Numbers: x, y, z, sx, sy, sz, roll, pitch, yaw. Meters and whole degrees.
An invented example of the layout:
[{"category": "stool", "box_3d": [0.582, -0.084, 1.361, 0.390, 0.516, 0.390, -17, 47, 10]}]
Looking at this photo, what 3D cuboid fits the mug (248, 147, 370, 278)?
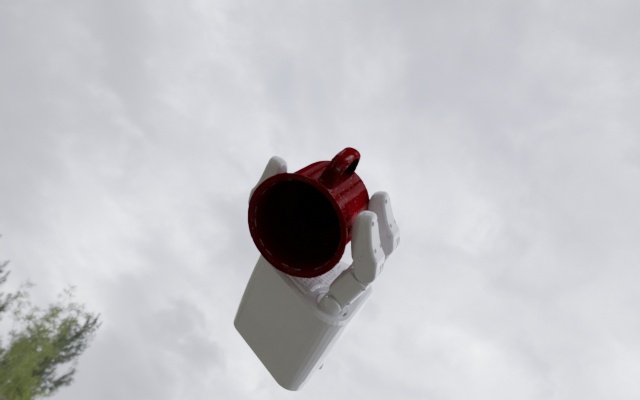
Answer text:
[{"category": "mug", "box_3d": [0.001, 0.000, 0.425, 0.093, 0.117, 0.081, 35, 28, 11]}]
